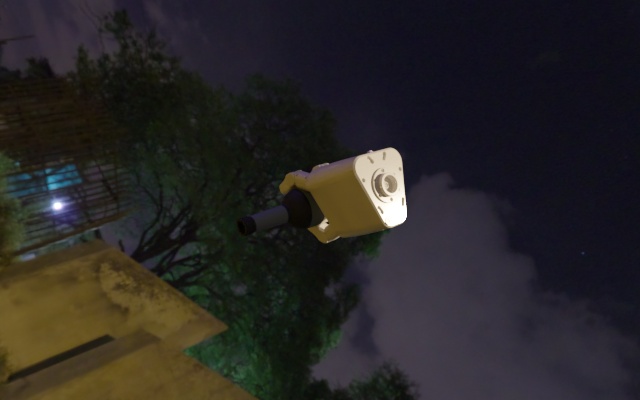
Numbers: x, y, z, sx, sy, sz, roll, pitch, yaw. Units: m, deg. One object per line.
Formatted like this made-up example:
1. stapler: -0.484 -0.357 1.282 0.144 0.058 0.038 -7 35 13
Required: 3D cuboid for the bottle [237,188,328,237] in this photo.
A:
1. bottle: 0.000 0.002 0.766 0.295 0.069 0.069 -18 11 -36
